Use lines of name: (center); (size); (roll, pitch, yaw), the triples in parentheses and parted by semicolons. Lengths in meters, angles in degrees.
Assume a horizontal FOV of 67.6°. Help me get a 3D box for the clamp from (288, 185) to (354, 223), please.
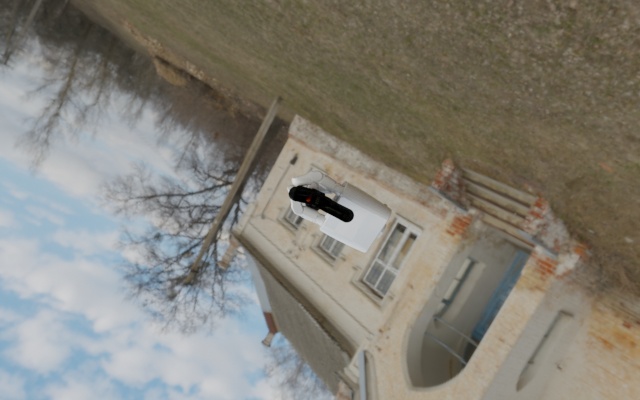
clamp: (0.000, 0.003, 0.882); (0.120, 0.039, 0.171); (29, 5, -3)
